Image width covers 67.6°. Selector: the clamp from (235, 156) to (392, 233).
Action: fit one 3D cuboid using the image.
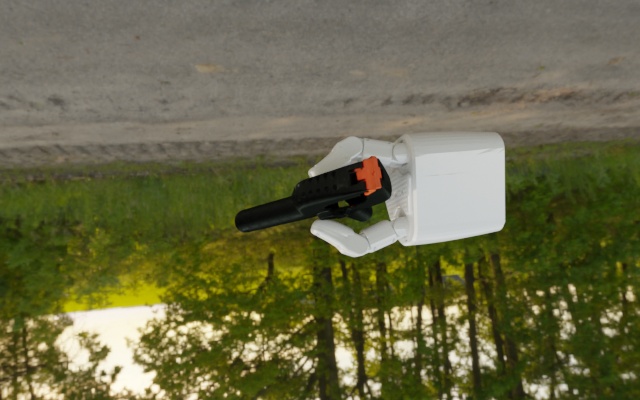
[{"bbox_3d":[0.001,0.002,0.473,0.164,0.036,0.210,-7,-10,-13],"label":"clamp"}]
